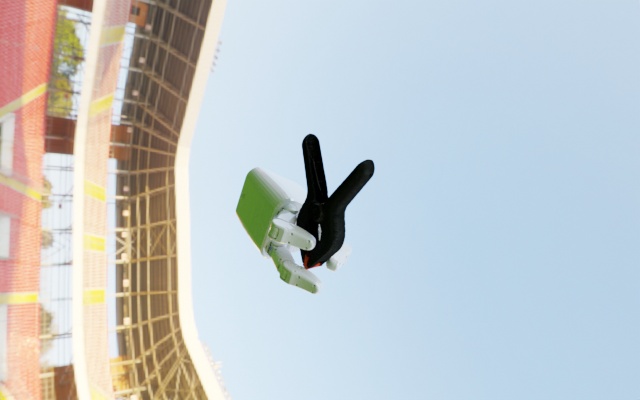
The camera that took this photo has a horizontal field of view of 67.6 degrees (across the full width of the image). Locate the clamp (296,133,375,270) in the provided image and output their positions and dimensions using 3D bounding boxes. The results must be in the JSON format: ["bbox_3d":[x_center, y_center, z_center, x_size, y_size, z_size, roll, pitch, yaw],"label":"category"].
[{"bbox_3d":[0.001,0.002,0.605,0.039,0.171,0.120,2,29,-37],"label":"clamp"}]
